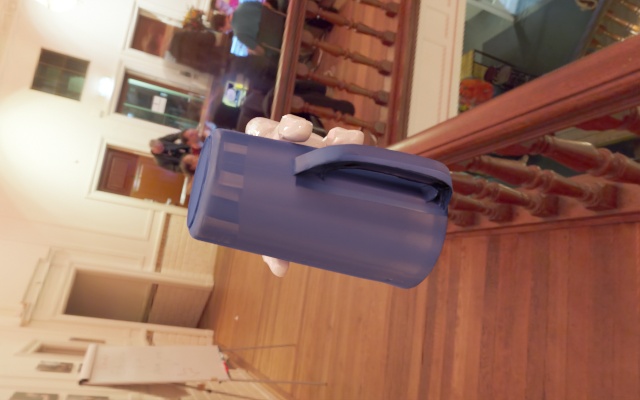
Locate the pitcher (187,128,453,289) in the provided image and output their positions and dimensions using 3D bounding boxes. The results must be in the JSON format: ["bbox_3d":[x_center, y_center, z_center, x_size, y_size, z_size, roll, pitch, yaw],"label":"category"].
[{"bbox_3d":[0.000,0.002,0.480,0.243,0.149,0.145,13,12,-20],"label":"pitcher"}]
